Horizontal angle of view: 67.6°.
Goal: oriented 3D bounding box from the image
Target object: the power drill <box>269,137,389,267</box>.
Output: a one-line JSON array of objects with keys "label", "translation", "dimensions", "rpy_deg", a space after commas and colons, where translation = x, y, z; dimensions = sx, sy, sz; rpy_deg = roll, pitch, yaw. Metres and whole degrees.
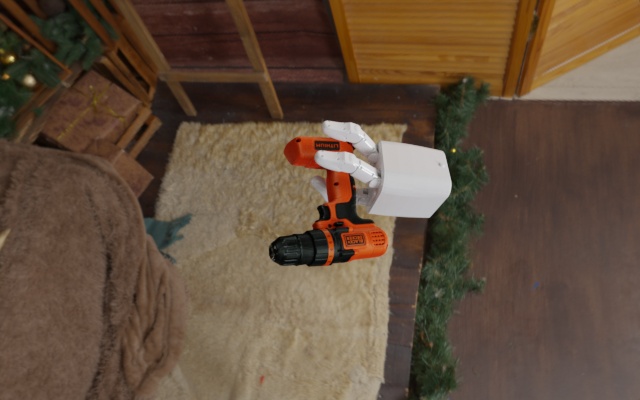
[{"label": "power drill", "translation": [0.000, 0.002, 0.691], "dimensions": [0.184, 0.187, 0.057], "rpy_deg": [-1, -19, -31]}]
